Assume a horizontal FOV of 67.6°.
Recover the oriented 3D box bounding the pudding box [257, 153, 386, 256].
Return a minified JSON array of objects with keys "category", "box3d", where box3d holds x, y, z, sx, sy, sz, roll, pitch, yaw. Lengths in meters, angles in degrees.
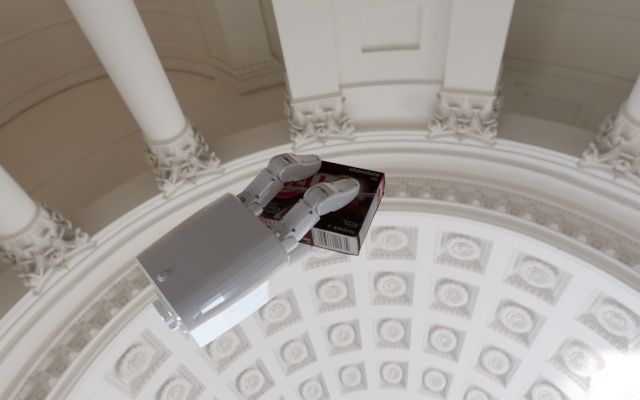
[{"category":"pudding box","box3d":[0.000,0.002,0.491,0.113,0.090,0.039,14,-38,16]}]
